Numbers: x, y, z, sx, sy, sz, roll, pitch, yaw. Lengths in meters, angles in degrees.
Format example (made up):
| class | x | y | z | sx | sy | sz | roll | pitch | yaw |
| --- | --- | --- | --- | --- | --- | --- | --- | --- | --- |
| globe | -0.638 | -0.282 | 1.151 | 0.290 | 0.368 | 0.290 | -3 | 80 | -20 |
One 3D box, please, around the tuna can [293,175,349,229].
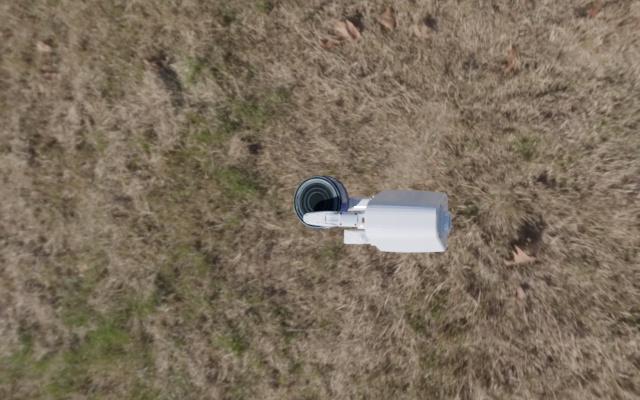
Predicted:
| class | x | y | z | sx | sy | sz | roll | pitch | yaw |
| --- | --- | --- | --- | --- | --- | --- | --- | --- | --- |
| tuna can | 0.000 | 0.003 | 0.766 | 0.086 | 0.086 | 0.034 | 0 | 0 | 26 |
